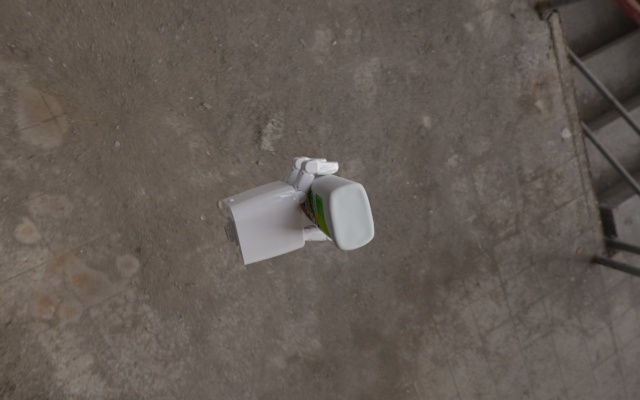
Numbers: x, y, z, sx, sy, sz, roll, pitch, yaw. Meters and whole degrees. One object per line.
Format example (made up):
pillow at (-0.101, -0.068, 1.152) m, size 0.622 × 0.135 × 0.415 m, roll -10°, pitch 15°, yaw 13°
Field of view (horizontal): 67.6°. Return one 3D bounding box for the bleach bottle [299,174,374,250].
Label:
bleach bottle at (0.000, 0.003, 0.807) m, size 0.068 × 0.102 × 0.251 m, roll -17°, pitch 15°, yaw -18°
